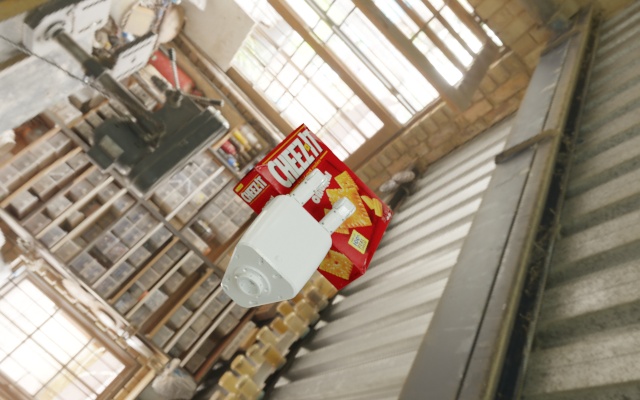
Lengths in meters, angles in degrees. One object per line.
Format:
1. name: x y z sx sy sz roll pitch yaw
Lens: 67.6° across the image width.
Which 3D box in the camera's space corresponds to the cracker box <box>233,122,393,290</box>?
1. cracker box: 0.000 0.003 0.725 0.072 0.214 0.164 -40 8 39
